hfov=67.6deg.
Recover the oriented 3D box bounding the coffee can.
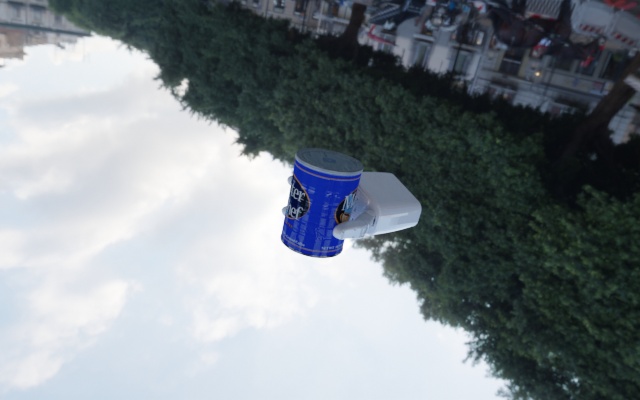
[{"bbox_3d":[0.000,0.002,0.730,0.103,0.140,0.102,11,21,-4],"label":"coffee can"}]
